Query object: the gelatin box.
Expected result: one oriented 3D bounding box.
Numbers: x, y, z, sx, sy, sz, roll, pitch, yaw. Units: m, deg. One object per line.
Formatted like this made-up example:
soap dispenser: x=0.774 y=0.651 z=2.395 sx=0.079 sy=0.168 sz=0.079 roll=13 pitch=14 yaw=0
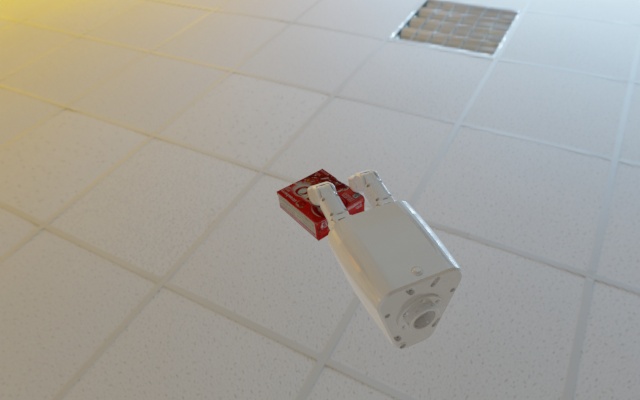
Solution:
gelatin box: x=0.000 y=0.002 z=0.594 sx=0.073 sy=0.030 sz=0.089 roll=-28 pitch=42 yaw=-24
